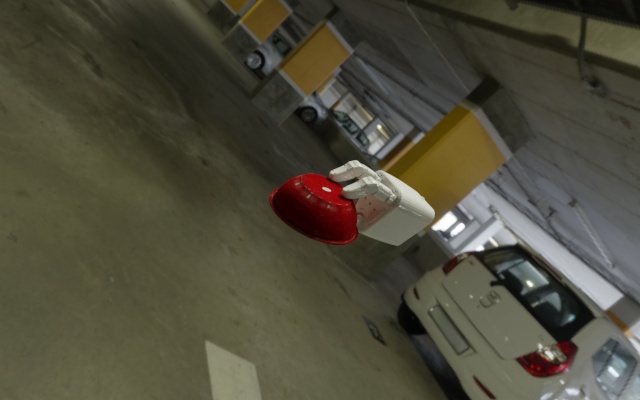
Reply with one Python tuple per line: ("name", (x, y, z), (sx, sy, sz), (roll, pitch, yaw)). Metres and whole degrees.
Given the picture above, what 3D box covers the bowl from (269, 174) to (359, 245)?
("bowl", (-0.001, 0.002, 0.783), (0.162, 0.055, 0.162), (21, 25, -10))
